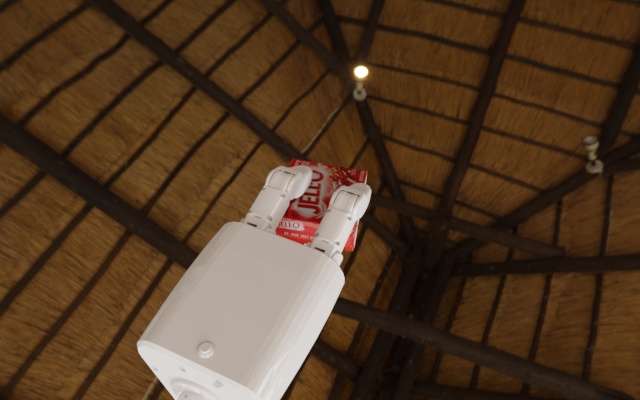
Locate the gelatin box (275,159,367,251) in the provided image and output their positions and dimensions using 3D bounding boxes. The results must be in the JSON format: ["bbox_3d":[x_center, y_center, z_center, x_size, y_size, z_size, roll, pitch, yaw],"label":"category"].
[{"bbox_3d":[0.000,0.002,0.425,0.073,0.030,0.089,10,38,6],"label":"gelatin box"}]
